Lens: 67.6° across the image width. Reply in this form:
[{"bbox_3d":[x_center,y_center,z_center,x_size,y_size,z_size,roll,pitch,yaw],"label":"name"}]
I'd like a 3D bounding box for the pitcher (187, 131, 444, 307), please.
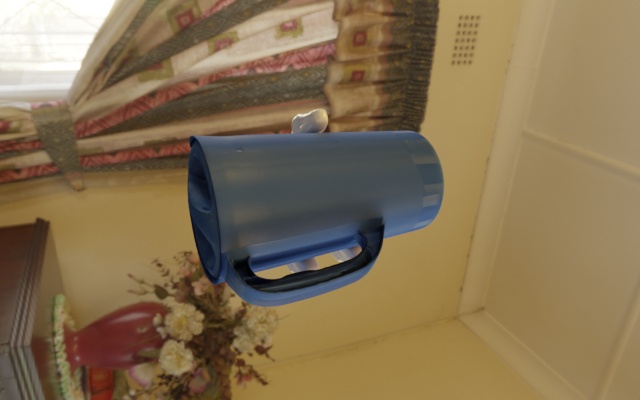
[{"bbox_3d":[0.000,0.001,0.466,0.243,0.149,0.145,-8,4,-24],"label":"pitcher"}]
